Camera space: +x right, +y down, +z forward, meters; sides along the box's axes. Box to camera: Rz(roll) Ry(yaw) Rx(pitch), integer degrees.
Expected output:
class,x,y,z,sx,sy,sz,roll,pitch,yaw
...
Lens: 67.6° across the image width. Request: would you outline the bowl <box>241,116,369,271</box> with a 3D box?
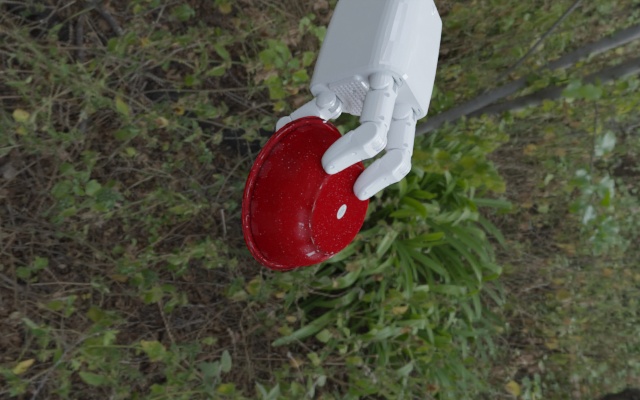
class,x,y,z,sx,sy,sz,roll,pitch,yaw
bowl,0.000,0.003,0.471,0.055,0.162,0.162,20,12,36
